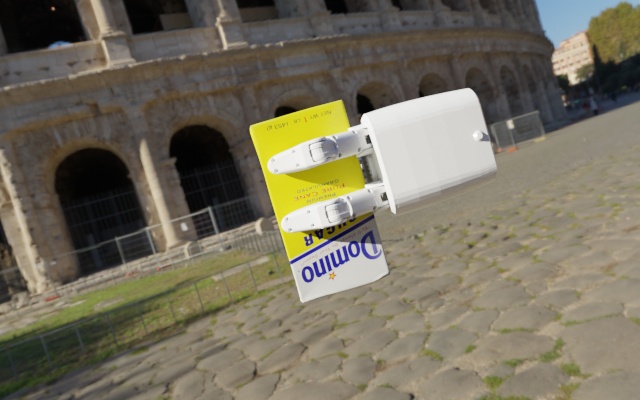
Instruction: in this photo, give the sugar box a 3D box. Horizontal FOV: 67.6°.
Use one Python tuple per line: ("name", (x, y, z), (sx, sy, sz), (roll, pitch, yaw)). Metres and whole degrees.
("sugar box", (0.000, 0.001, 0.466), (0.093, 0.176, 0.048), (-17, 3, -3))
